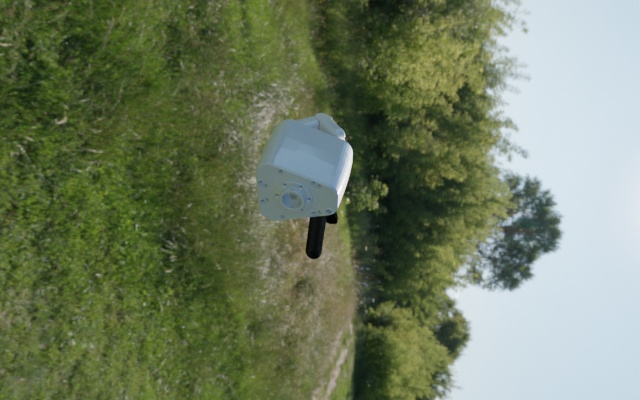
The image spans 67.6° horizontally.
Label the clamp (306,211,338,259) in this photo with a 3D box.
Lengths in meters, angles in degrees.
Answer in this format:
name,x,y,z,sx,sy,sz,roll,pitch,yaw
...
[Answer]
name,x,y,z,sx,sy,sz,roll,pitch,yaw
clamp,0.001,0.002,0.735,0.039,0.172,0.120,2,37,12
